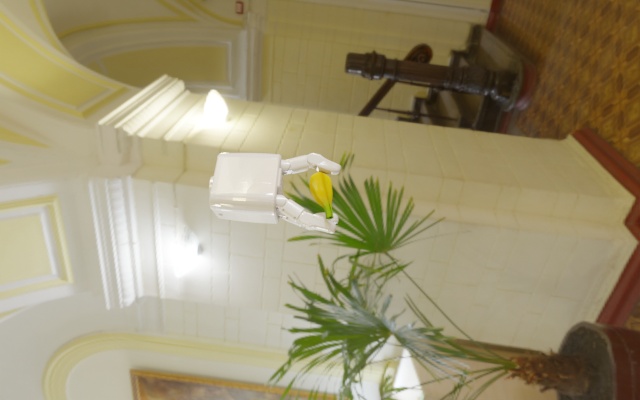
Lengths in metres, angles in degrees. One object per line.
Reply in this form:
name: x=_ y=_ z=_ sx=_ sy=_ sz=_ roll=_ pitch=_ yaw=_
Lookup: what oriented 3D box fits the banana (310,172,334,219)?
banana: x=0.000 y=-0.015 z=0.824 sx=0.037 sy=0.069 sz=0.198 roll=-1 pitch=7 yaw=-1
